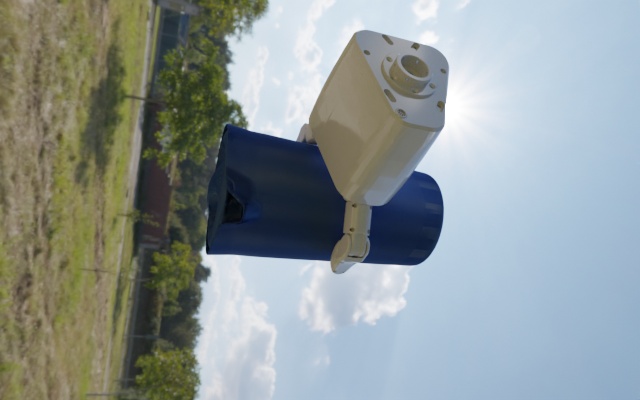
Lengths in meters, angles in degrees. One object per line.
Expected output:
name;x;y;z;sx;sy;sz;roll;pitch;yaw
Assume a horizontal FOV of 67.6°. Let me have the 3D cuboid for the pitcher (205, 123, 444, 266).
pitcher;0.000;0.002;0.524;0.243;0.149;0.145;9;-34;-17
